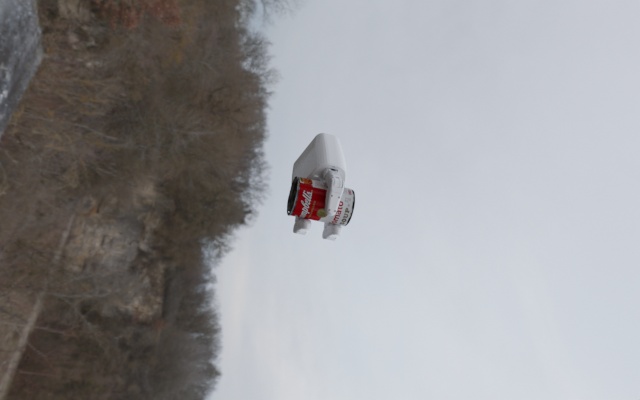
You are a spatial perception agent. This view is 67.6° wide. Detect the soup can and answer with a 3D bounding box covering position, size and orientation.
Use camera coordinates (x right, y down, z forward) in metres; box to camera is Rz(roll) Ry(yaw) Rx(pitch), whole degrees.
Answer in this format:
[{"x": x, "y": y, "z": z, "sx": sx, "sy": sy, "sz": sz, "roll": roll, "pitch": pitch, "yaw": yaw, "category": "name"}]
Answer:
[{"x": 0.000, "y": 0.003, "z": 0.813, "sx": 0.102, "sy": 0.068, "sz": 0.068, "roll": 12, "pitch": -3, "yaw": -14, "category": "soup can"}]
